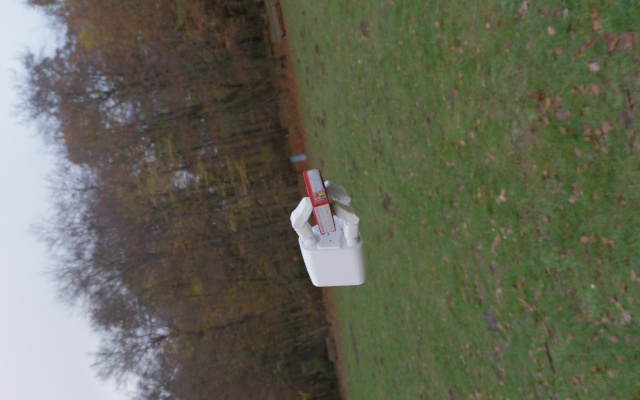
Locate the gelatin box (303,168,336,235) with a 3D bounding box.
[{"bbox_3d":[0.000,0.002,0.780,0.030,0.073,0.089,-16,-36,1],"label":"gelatin box"}]
